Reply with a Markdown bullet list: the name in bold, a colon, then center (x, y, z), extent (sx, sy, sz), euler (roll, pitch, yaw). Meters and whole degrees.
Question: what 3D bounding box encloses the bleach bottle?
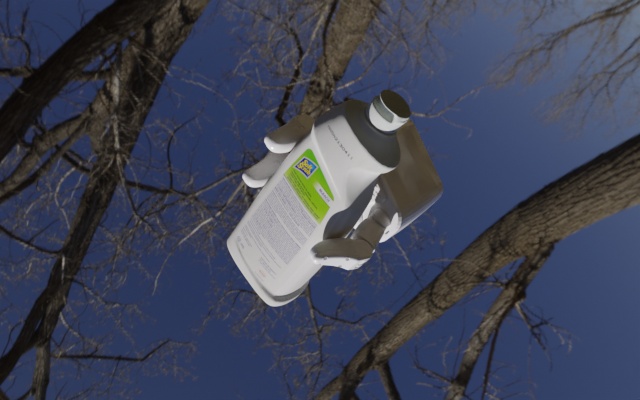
- **bleach bottle**: center (0.000, 0.001, 0.445), extent (0.068, 0.102, 0.251), euler (-28, -14, -46)
